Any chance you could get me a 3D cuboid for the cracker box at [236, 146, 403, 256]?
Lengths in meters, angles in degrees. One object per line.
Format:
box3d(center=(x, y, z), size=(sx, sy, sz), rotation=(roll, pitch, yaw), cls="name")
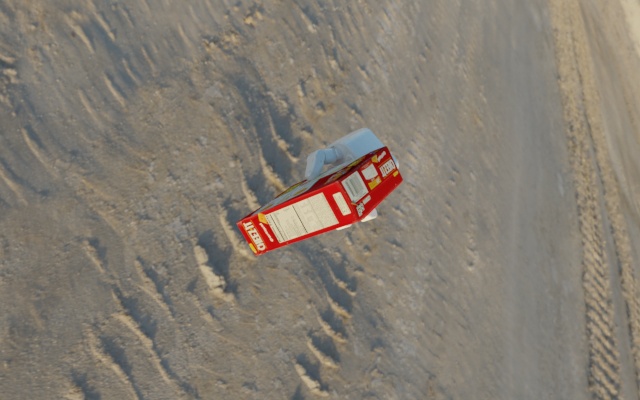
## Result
box3d(center=(0.000, 0.002, 0.749), size=(0.214, 0.072, 0.164), rotation=(-22, 10, 38), cls="cracker box")
